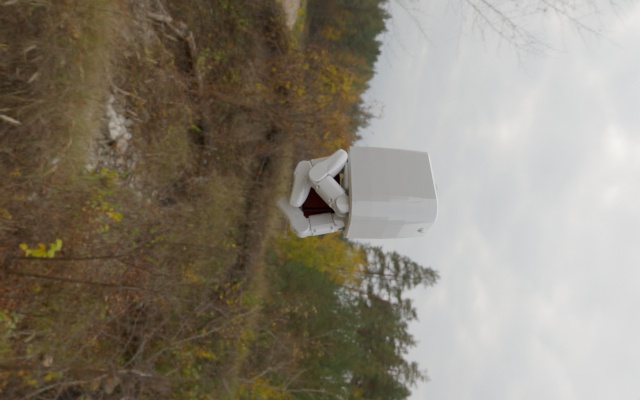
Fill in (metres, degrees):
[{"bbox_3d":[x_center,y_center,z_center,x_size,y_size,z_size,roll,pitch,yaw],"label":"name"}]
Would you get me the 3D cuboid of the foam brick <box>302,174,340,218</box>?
[{"bbox_3d":[0.000,0.002,0.654,0.051,0.053,0.078,-1,-21,-2],"label":"foam brick"}]
